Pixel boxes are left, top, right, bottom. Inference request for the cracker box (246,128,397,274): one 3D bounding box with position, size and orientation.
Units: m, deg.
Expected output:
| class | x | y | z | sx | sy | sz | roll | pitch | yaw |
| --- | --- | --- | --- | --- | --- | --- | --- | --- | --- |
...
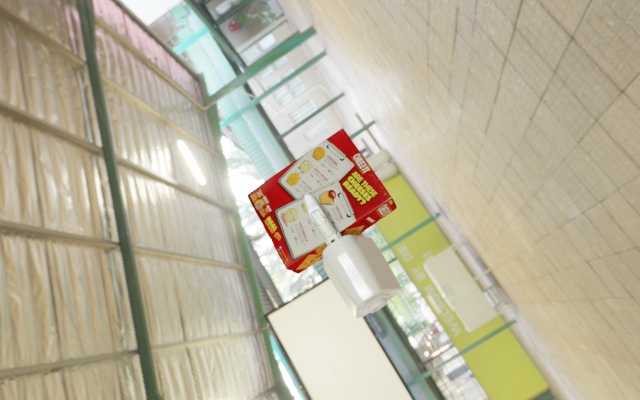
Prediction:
| class | x | y | z | sx | sy | sz | roll | pitch | yaw |
| --- | --- | --- | --- | --- | --- | --- | --- | --- | --- |
| cracker box | 0.000 | 0.003 | 0.845 | 0.214 | 0.164 | 0.072 | -34 | -24 | 5 |
